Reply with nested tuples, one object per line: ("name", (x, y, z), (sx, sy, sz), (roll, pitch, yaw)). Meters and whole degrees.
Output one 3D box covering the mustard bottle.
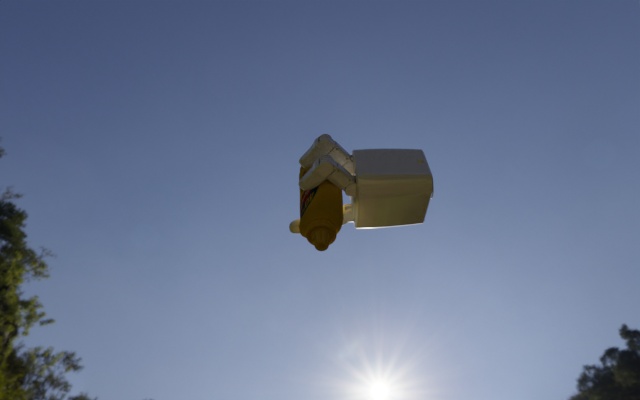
("mustard bottle", (0.000, 0.002, 0.695), (0.058, 0.096, 0.191), (17, 35, -15))
